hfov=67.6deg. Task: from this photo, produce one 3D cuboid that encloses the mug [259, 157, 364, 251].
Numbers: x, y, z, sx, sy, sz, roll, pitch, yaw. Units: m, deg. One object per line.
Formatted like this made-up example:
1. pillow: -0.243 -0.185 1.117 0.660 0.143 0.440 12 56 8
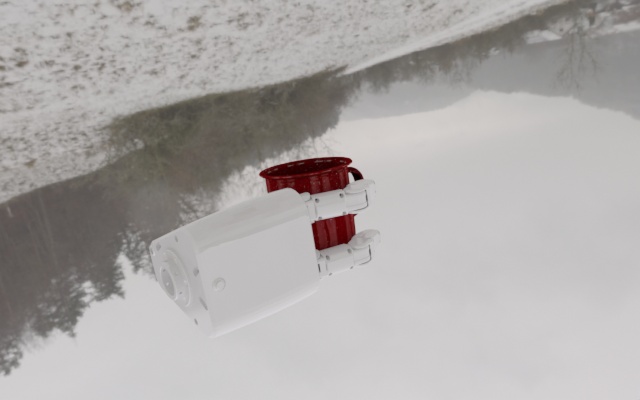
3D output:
1. mug: 0.001 0.001 0.488 0.117 0.081 0.093 -19 17 -37
